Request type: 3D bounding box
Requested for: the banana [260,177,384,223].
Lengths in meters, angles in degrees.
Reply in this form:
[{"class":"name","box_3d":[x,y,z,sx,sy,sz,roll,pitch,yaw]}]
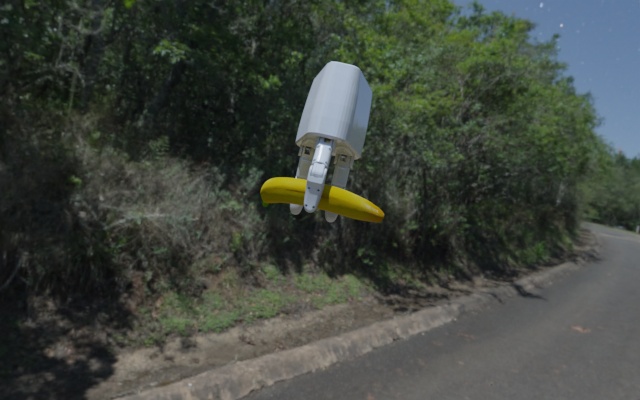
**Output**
[{"class":"banana","box_3d":[-0.010,-0.004,0.665,0.198,0.037,0.070,9,-14,27]}]
